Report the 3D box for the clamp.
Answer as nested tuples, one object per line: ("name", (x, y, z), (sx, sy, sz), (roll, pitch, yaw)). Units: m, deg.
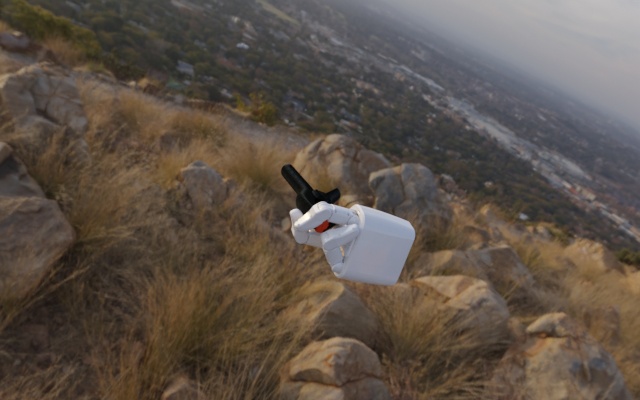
("clamp", (0.000, 0.002, 0.806), (0.120, 0.039, 0.171), (16, 28, -26))
